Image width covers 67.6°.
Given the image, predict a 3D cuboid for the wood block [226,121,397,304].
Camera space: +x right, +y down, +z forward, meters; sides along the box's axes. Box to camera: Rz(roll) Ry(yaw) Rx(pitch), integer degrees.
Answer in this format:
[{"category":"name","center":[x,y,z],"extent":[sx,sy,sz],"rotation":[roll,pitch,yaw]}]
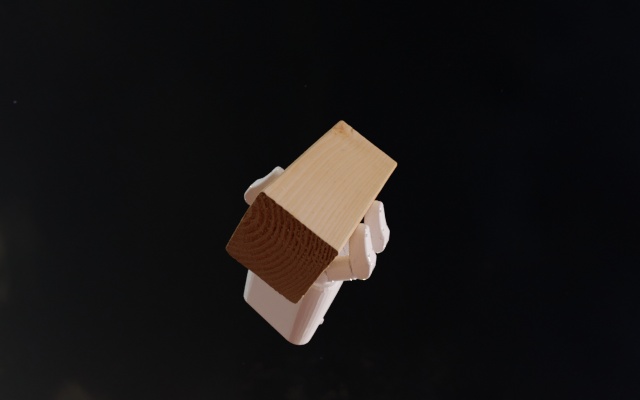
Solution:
[{"category":"wood block","center":[0.000,0.002,0.524],"extent":[0.091,0.090,0.206],"rotation":[37,35,2]}]
